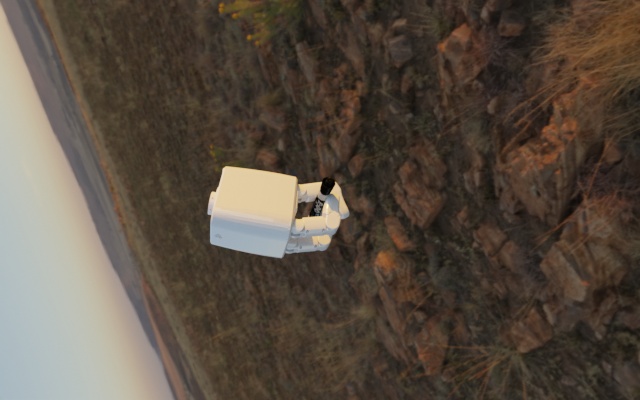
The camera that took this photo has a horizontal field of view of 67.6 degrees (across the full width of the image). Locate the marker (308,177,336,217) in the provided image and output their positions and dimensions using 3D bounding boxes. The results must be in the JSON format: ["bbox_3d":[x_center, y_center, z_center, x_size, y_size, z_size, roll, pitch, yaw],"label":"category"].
[{"bbox_3d":[0.000,0.002,0.694,0.020,0.020,0.121,0,-29,-13],"label":"marker"}]
